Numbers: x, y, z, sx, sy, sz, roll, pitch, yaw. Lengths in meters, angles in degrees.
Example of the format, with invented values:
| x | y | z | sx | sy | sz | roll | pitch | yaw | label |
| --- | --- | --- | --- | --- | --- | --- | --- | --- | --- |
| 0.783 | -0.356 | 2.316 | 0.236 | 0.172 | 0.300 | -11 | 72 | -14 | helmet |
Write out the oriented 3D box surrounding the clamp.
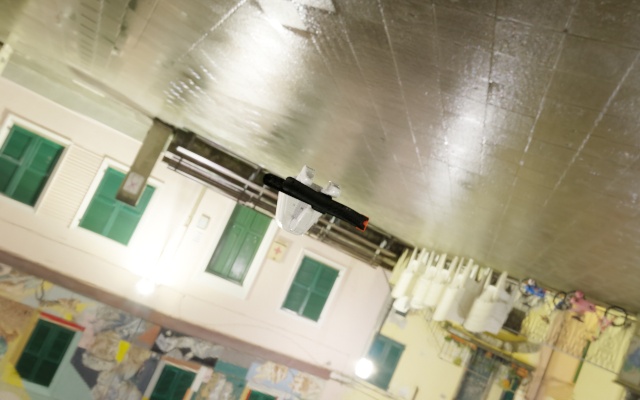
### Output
| x | y | z | sx | sy | sz | roll | pitch | yaw | label |
| --- | --- | --- | --- | --- | --- | --- | --- | --- | --- |
| 0.000 | 0.004 | 0.860 | 0.210 | 0.036 | 0.164 | 26 | -3 | -13 | clamp |
